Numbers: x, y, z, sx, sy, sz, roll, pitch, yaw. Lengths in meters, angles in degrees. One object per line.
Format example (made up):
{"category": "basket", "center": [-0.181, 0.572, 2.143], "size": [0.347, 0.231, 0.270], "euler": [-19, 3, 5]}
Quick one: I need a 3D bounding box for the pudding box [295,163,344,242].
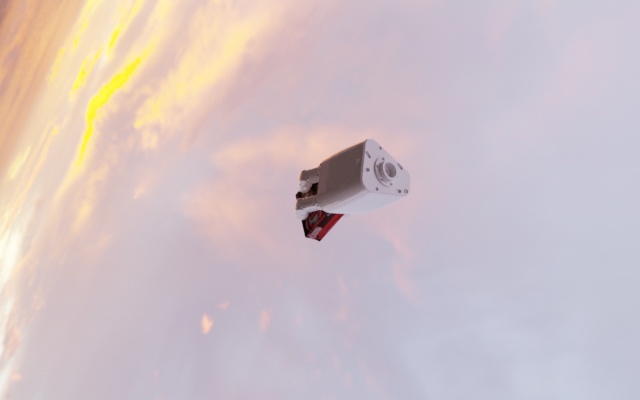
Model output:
{"category": "pudding box", "center": [0.000, 0.003, 0.855], "size": [0.039, 0.113, 0.090], "euler": [23, -56, -30]}
